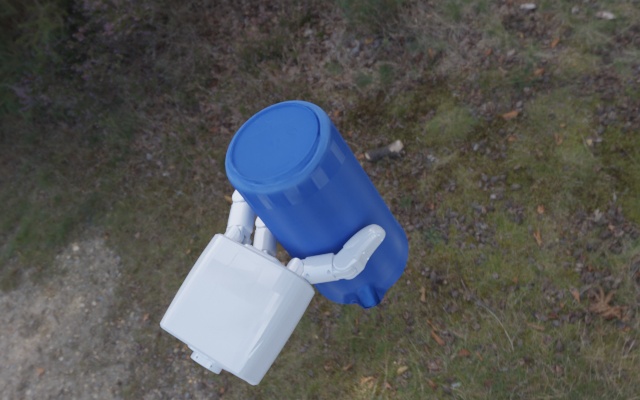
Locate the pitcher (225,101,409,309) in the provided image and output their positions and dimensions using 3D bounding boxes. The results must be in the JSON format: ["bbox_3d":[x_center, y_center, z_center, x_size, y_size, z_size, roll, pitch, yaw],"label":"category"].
[{"bbox_3d":[0.000,0.002,0.525,0.149,0.145,0.243,18,-23,34],"label":"pitcher"}]
